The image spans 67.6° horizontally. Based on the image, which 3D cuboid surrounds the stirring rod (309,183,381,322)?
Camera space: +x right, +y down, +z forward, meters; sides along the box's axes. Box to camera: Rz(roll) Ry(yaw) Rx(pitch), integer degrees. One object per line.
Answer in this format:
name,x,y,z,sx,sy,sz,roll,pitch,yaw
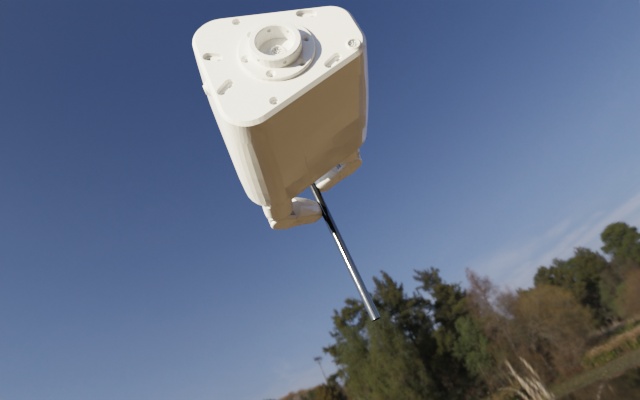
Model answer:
stirring rod,0.000,0.002,0.451,0.011,0.239,0.011,-21,-26,-10
